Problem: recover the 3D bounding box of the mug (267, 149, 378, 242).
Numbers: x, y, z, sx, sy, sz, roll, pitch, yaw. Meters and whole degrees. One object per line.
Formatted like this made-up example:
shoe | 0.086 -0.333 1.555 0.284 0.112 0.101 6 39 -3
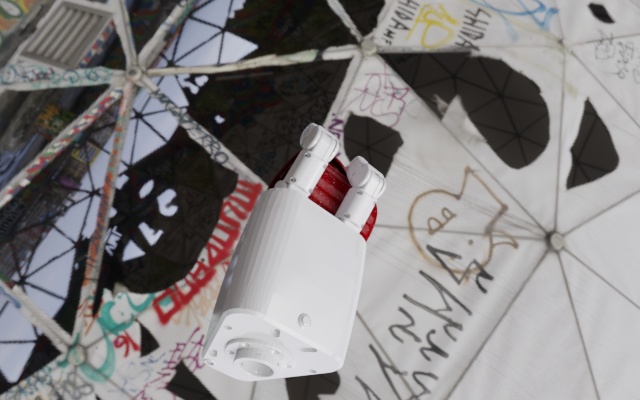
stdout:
mug | 0.000 0.001 0.452 0.081 0.117 0.093 35 -46 -21
